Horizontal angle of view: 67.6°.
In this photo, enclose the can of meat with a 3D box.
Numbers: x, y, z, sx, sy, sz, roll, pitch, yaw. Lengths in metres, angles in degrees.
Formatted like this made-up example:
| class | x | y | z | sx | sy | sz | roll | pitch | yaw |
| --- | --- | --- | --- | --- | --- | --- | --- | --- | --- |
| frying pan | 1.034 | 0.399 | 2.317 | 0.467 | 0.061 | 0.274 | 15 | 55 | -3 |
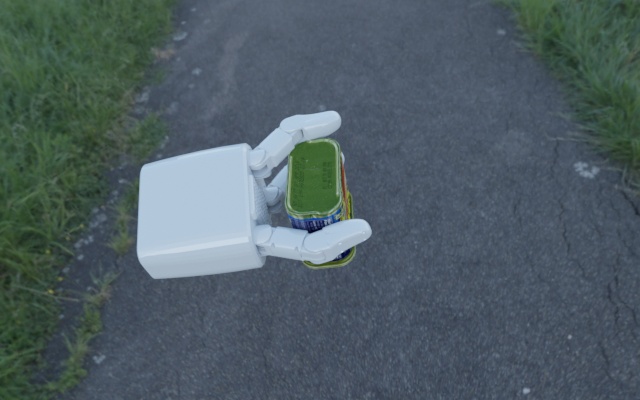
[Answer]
| class | x | y | z | sx | sy | sz | roll | pitch | yaw |
| --- | --- | --- | --- | --- | --- | --- | --- | --- | --- |
| can of meat | 0.000 | 0.001 | 0.470 | 0.057 | 0.102 | 0.084 | -6 | -40 | 7 |
